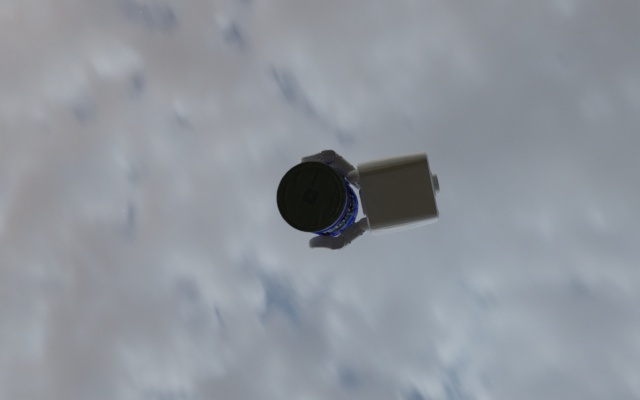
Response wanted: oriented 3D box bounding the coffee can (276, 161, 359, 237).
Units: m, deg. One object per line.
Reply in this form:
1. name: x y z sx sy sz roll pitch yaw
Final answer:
1. coffee can: 0.000 0.003 0.743 0.103 0.103 0.140 0 -7 12
